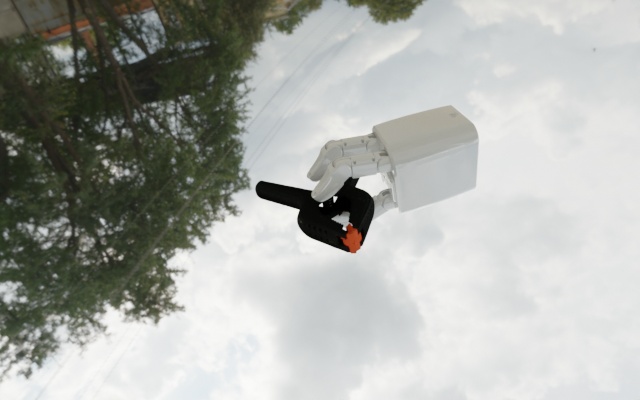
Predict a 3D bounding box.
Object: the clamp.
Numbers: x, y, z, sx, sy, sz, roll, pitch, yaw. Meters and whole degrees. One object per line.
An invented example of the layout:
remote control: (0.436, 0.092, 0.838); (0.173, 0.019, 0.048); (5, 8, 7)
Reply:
clamp: (0.001, 0.003, 0.599); (0.164, 0.036, 0.210); (-16, 30, 0)
